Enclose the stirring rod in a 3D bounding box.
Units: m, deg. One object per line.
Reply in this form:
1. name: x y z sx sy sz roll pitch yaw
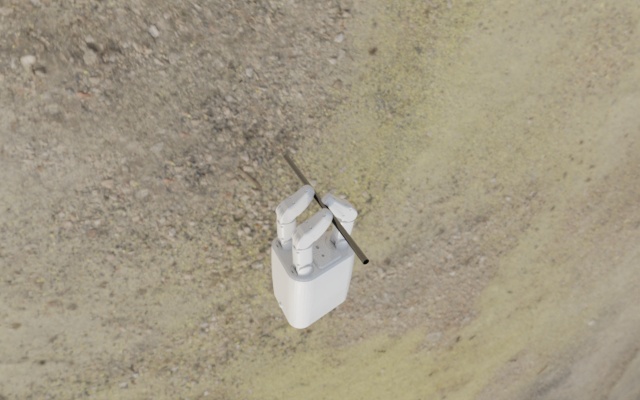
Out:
1. stirring rod: 0.000 0.002 0.627 0.011 0.011 0.239 0 34 -32
